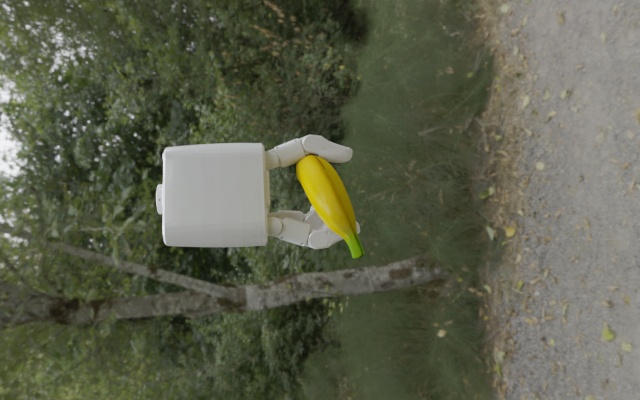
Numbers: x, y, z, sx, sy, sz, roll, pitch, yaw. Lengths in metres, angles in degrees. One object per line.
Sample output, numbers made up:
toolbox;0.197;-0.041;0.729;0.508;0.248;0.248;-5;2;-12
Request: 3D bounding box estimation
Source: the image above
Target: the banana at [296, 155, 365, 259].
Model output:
banana;-0.001;-0.013;0.516;0.037;0.070;0.197;-13;28;-9
